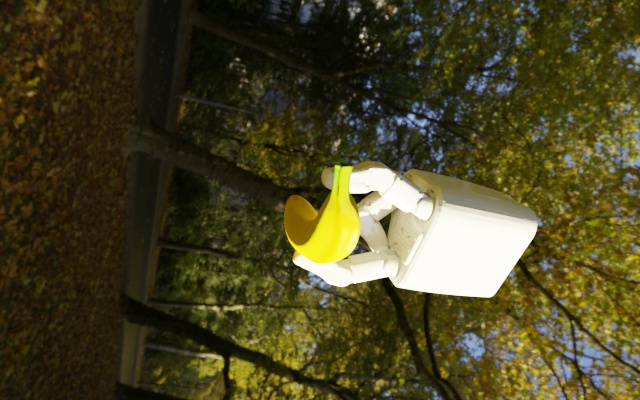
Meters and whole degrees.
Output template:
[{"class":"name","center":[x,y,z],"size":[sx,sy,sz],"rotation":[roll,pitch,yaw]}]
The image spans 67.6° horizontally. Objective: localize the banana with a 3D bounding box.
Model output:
[{"class":"banana","center":[-0.001,0.019,0.408],"size":[0.037,0.069,0.198],"rotation":[10,-9,-14]}]
